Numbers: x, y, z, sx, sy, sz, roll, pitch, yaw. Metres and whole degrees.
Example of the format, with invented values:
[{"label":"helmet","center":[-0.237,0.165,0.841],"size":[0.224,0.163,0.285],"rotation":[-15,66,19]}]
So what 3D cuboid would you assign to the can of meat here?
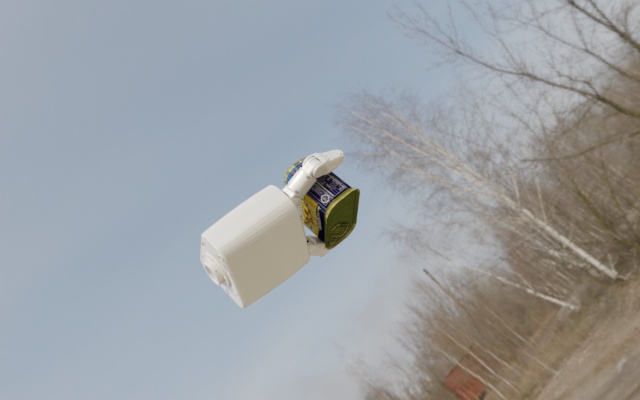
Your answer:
[{"label":"can of meat","center":[0.000,0.002,0.626],"size":[0.057,0.102,0.084],"rotation":[-38,62,-24]}]
